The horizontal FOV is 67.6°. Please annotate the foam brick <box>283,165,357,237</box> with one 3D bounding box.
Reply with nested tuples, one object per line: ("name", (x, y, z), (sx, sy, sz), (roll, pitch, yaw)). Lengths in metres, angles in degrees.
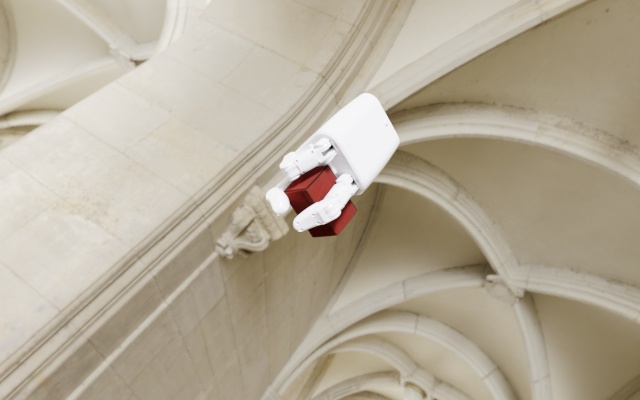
("foam brick", (0.000, 0.002, 0.620), (0.053, 0.078, 0.051), (-7, 33, 49))
